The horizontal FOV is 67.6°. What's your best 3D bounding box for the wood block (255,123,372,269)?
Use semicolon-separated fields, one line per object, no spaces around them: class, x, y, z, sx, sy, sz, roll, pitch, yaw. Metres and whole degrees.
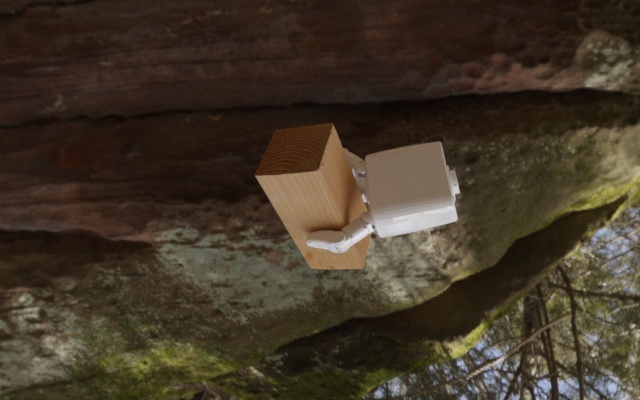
wood block;0.000;0.003;0.675;0.090;0.090;0.206;-3;-43;23
